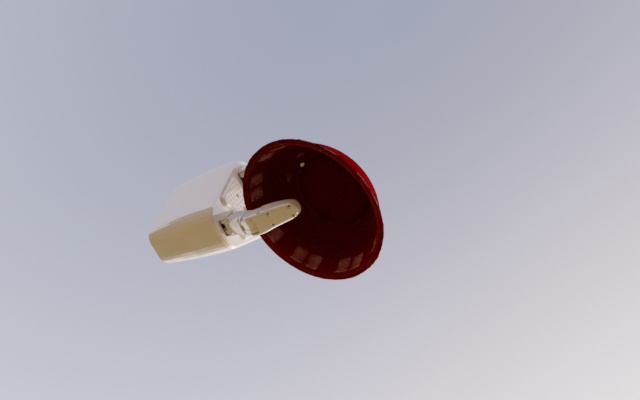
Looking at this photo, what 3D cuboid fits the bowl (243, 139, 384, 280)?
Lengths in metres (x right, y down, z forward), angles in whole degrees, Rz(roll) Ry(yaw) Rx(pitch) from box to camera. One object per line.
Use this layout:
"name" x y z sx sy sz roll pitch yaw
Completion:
"bowl" 0.001 0.001 0.495 0.162 0.162 0.055 0 29 34
